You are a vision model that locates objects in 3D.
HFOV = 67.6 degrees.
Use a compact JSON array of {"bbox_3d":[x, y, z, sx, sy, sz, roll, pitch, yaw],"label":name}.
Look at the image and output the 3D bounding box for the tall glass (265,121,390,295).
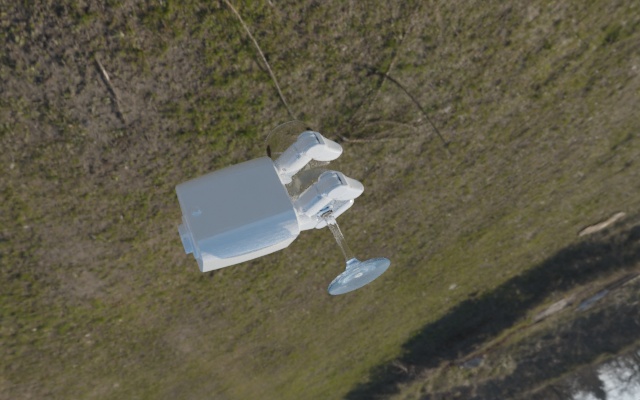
[{"bbox_3d":[0.000,0.002,0.549,0.079,0.201,0.079,-21,-26,-11],"label":"tall glass"}]
